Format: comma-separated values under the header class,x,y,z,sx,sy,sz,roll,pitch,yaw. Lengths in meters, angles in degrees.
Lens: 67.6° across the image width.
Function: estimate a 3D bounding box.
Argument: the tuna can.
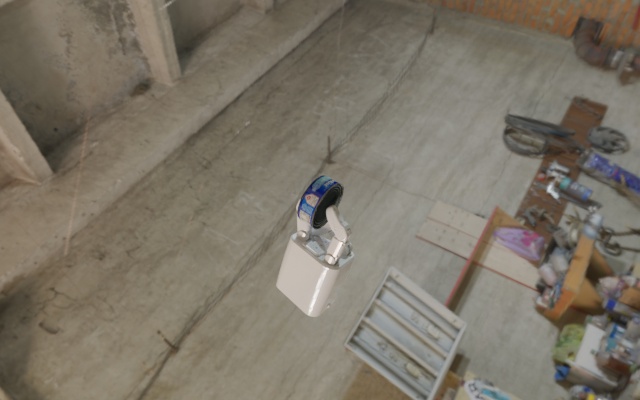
class,x,y,z,sx,sy,sz,roll,pitch,yaw
tuna can,0.000,0.002,0.781,0.033,0.086,0.086,31,12,21
